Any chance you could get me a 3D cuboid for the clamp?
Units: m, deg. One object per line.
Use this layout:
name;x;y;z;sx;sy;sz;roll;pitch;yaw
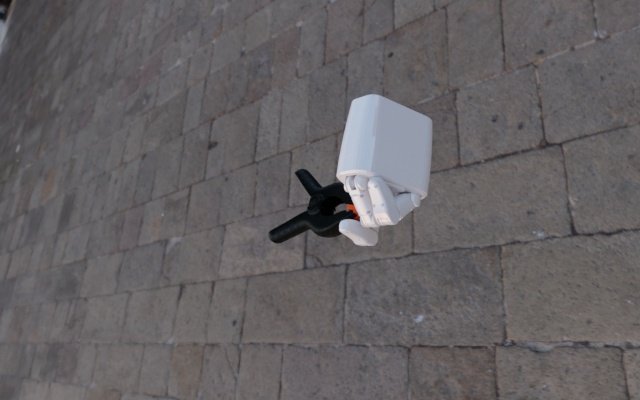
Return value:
clamp;0.000;0.002;0.670;0.171;0.120;0.039;-5;-24;43
